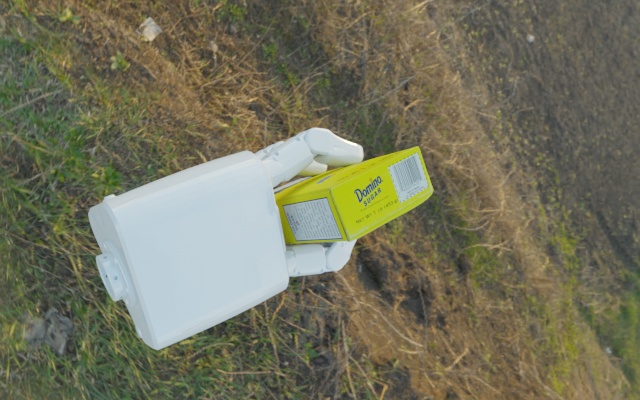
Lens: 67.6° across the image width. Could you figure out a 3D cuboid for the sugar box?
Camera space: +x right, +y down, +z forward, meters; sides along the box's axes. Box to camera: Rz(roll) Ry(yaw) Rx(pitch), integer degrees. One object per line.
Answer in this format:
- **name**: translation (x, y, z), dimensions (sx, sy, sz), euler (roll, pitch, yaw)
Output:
- **sugar box**: translation (0.000, 0.001, 0.410), dimensions (0.093, 0.048, 0.176), euler (-25, 10, -33)
